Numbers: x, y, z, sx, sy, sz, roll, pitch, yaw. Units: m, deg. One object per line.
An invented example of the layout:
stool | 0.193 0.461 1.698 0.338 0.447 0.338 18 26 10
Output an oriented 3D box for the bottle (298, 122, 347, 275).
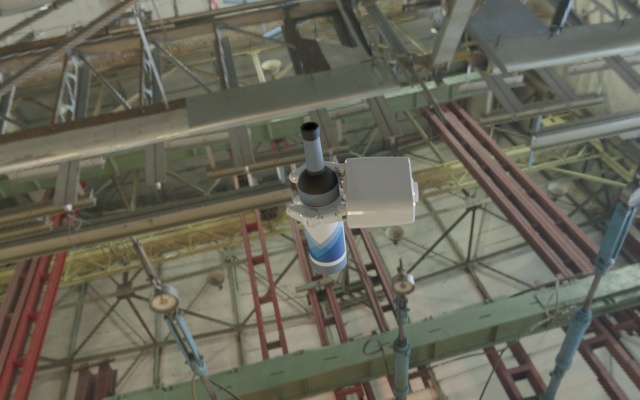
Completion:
bottle | 0.000 0.003 0.792 0.069 0.296 0.069 -5 41 4
